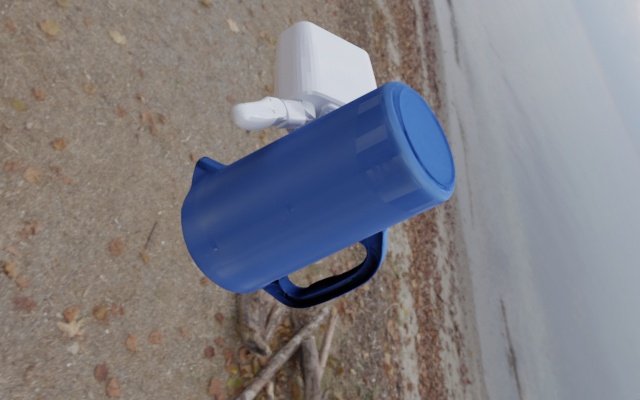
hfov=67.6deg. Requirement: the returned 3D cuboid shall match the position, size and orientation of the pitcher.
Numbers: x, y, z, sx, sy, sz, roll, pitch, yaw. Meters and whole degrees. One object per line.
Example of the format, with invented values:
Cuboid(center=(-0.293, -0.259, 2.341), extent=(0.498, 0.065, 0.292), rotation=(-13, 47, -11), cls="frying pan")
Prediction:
Cuboid(center=(0.000, 0.001, 0.450), extent=(0.243, 0.145, 0.149), rotation=(-25, -35, 32), cls="pitcher")
